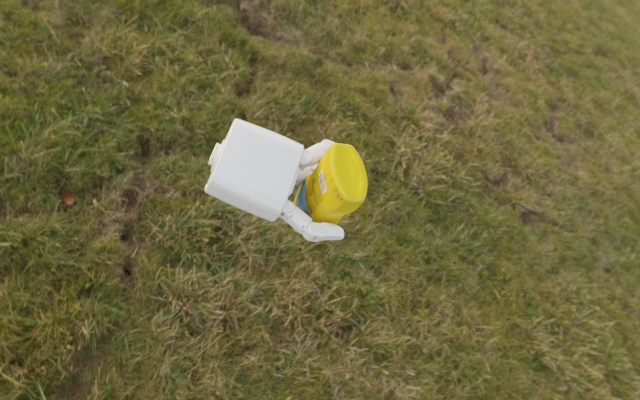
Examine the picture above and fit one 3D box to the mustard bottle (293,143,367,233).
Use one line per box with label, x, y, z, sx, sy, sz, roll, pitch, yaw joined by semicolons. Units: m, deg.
mustard bottle;0.001;0.002;0.726;0.058;0.096;0.192;1;-28;-27
